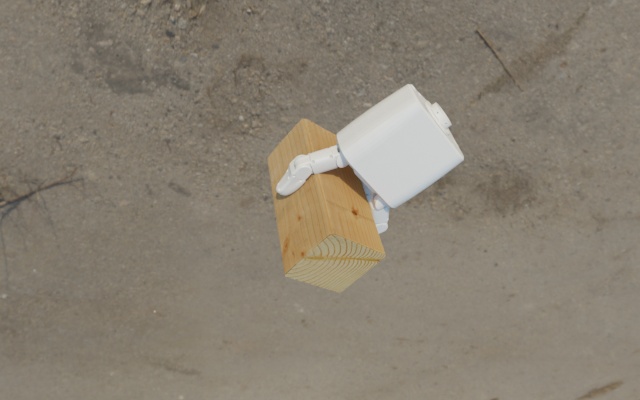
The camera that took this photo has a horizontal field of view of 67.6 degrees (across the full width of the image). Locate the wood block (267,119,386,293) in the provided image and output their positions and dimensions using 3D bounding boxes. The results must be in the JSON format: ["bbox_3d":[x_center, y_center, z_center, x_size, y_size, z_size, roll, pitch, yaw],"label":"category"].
[{"bbox_3d":[0.000,0.002,0.626,0.091,0.206,0.090,24,-54,-34],"label":"wood block"}]
